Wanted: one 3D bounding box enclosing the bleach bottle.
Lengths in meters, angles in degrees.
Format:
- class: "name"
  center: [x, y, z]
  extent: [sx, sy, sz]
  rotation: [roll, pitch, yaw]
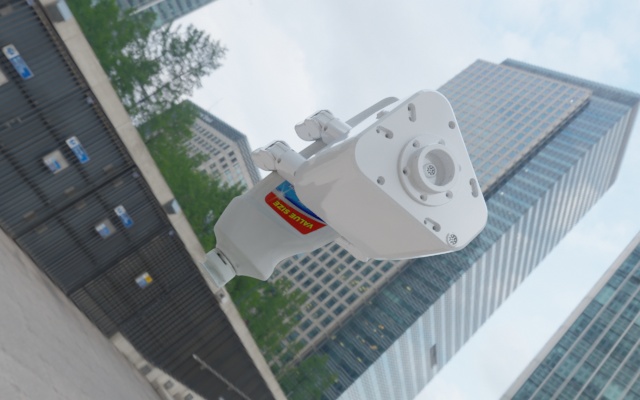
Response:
- class: "bleach bottle"
  center: [0.000, 0.001, 0.461]
  extent: [0.250, 0.102, 0.068]
  rotation: [-37, 5, -22]
